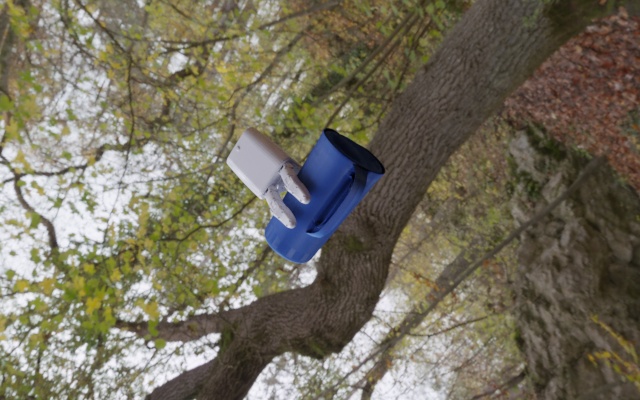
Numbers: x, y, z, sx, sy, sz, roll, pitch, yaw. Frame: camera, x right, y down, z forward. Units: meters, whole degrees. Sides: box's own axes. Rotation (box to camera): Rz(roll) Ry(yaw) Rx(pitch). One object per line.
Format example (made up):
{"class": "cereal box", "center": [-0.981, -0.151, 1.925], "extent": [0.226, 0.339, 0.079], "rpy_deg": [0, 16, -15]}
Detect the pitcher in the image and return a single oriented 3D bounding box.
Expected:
{"class": "pitcher", "center": [0.000, 0.003, 0.877], "extent": [0.145, 0.243, 0.149], "rpy_deg": [43, 22, 19]}
